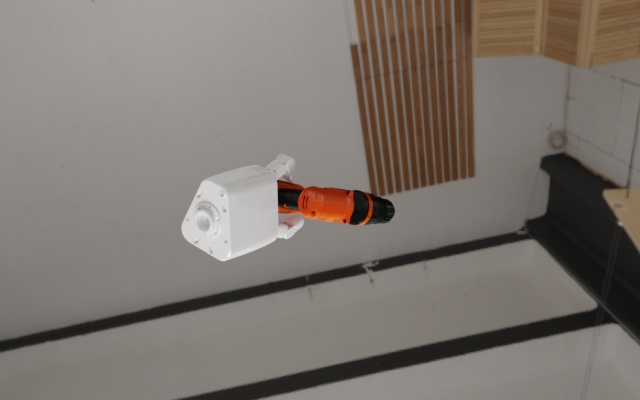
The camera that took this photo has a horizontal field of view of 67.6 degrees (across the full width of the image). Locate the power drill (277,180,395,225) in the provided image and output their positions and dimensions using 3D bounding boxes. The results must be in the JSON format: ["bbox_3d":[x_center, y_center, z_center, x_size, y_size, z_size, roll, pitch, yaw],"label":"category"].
[{"bbox_3d":[0.000,0.002,0.752,0.184,0.057,0.187,10,-2,-43],"label":"power drill"}]
